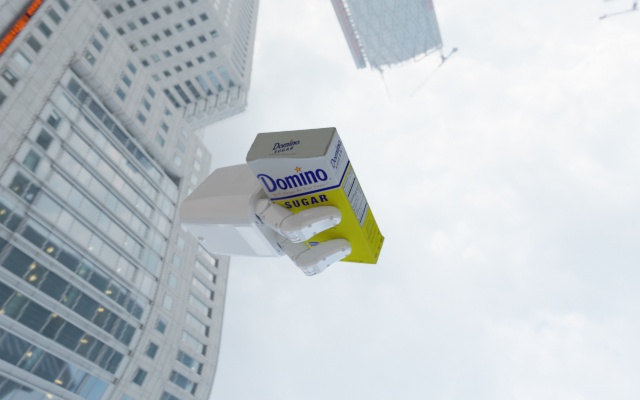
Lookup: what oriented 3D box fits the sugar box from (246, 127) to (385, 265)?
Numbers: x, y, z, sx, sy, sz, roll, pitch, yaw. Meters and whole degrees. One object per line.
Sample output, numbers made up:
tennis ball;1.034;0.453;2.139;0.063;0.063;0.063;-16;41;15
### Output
sugar box;0.000;0.002;0.515;0.093;0.048;0.176;0;-38;28
